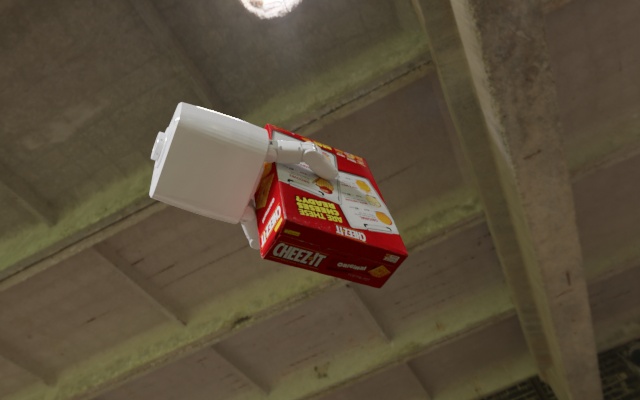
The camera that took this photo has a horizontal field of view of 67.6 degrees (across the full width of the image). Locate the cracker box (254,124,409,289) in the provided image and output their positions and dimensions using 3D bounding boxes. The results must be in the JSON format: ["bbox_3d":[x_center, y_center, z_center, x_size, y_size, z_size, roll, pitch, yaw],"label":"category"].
[{"bbox_3d":[0.000,0.002,0.619,0.164,0.072,0.213,18,32,-24],"label":"cracker box"}]
